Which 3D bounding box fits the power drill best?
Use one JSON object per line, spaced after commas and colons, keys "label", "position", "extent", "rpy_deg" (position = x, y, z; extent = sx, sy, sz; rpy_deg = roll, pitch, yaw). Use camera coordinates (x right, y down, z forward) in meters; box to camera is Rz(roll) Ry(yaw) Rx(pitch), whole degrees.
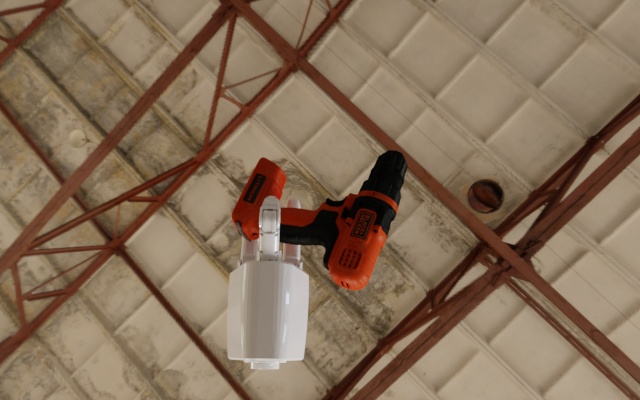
{"label": "power drill", "position": [0.000, 0.002, 0.587], "extent": [0.187, 0.184, 0.057], "rpy_deg": [13, -28, 22]}
